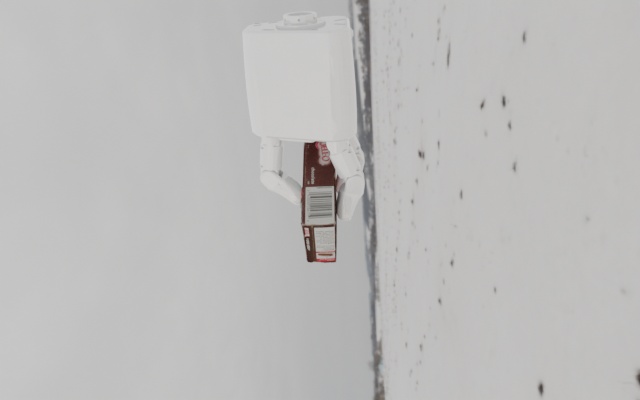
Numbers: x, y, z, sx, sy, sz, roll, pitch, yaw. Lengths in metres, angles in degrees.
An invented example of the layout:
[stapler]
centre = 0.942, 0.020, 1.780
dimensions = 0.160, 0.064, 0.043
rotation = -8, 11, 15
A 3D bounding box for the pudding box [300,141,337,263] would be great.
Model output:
[pudding box]
centre = 0.000, 0.002, 0.544
dimensions = 0.039, 0.113, 0.090
rotation = 0, -33, 4
